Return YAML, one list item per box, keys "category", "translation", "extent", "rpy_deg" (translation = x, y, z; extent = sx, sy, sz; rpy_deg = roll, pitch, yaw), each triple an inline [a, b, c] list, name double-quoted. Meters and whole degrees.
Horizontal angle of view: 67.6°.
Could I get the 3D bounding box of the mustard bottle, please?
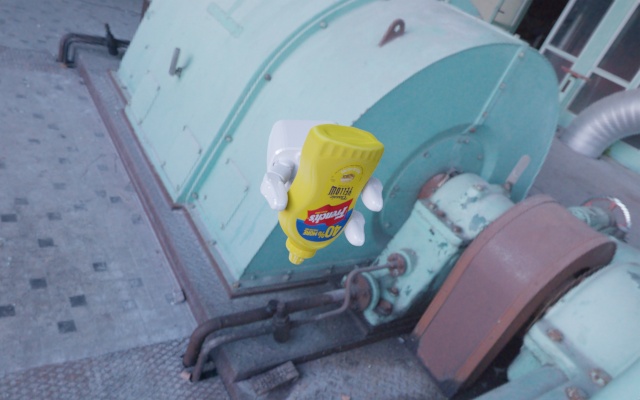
- category: "mustard bottle"
  translation: [0.000, 0.002, 0.589]
  extent: [0.096, 0.192, 0.058]
  rpy_deg: [0, 36, -37]
